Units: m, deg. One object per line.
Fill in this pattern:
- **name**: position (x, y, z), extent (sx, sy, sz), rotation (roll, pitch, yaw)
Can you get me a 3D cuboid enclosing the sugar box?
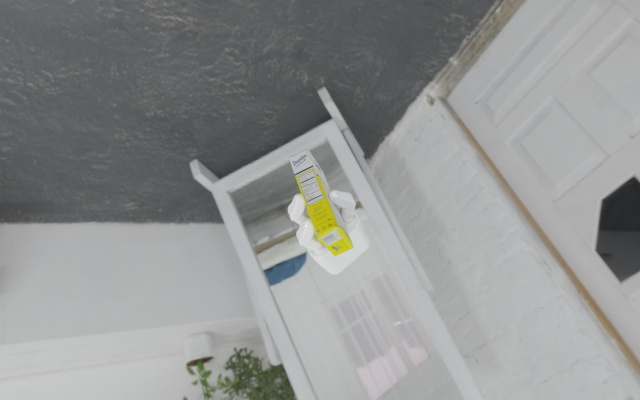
- **sugar box**: position (0.000, 0.003, 0.848), extent (0.048, 0.176, 0.093), rotation (-28, -34, 6)
